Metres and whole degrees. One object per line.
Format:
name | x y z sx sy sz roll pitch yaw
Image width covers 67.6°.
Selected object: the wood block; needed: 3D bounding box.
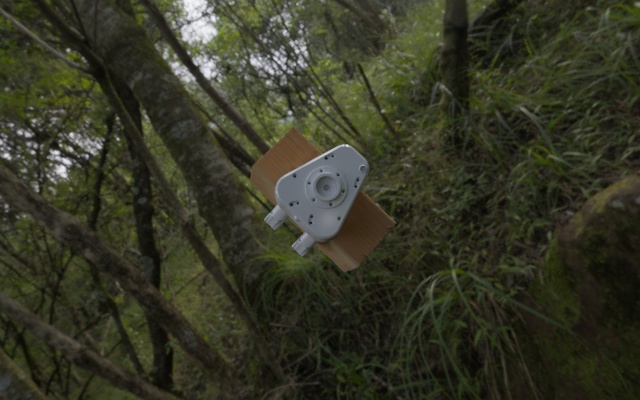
wood block | 0.000 0.002 0.721 0.091 0.206 0.090 -46 -2 -16
